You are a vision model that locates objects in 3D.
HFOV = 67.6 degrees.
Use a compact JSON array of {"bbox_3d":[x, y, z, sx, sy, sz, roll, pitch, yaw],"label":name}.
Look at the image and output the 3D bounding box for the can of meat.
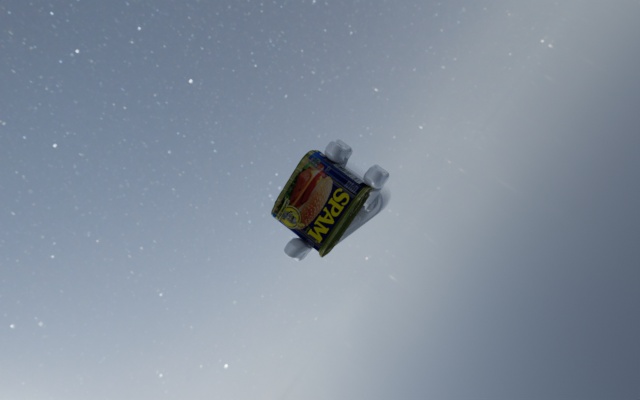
[{"bbox_3d":[0.000,0.002,0.572,0.084,0.102,0.057,37,17,11],"label":"can of meat"}]
